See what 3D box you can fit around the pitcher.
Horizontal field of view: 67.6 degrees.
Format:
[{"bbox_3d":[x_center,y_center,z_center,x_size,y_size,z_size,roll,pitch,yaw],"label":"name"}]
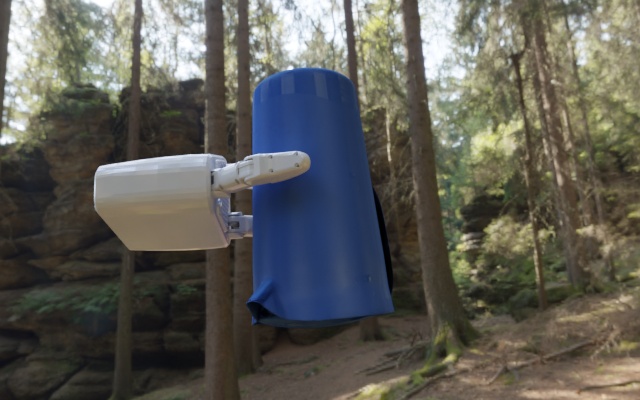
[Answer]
[{"bbox_3d":[0.000,0.002,0.480,0.145,0.242,0.149,-5,-13,0],"label":"pitcher"}]
